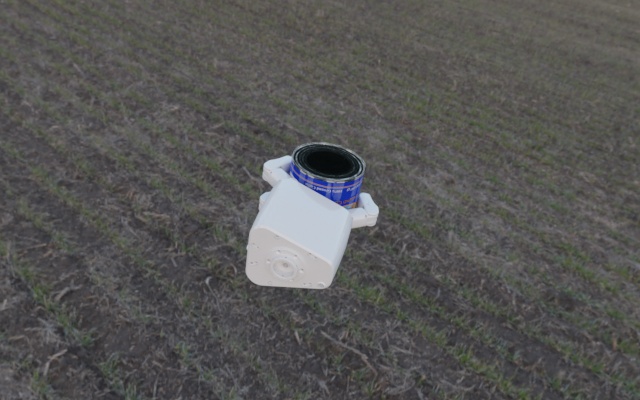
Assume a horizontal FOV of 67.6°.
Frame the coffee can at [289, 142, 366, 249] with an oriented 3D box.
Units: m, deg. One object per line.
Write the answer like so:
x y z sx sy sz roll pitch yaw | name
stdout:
0.000 0.002 0.685 0.103 0.140 0.102 8 34 -5 | coffee can
